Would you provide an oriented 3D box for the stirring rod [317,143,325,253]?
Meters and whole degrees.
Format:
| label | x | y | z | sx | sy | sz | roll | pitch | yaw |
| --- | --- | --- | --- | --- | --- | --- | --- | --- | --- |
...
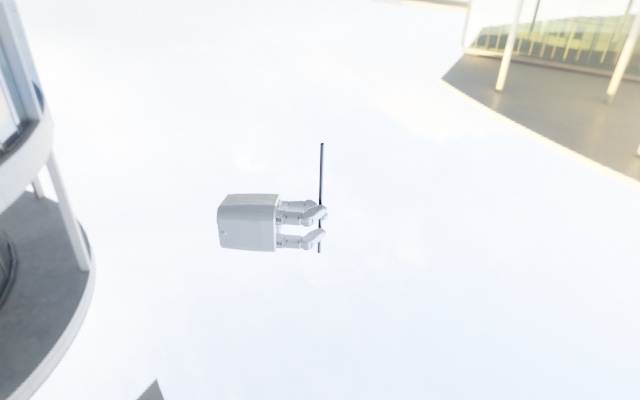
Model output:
| label | x | y | z | sx | sy | sz | roll | pitch | yaw |
| --- | --- | --- | --- | --- | --- | --- | --- | --- | --- |
| stirring rod | 0.000 | 0.003 | 0.883 | 0.011 | 0.240 | 0.011 | 1 | 34 | -1 |
